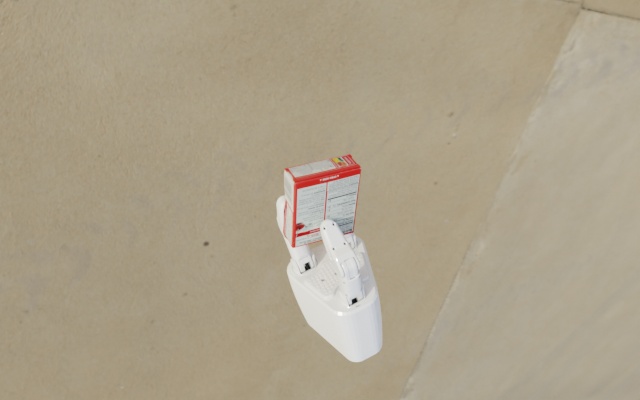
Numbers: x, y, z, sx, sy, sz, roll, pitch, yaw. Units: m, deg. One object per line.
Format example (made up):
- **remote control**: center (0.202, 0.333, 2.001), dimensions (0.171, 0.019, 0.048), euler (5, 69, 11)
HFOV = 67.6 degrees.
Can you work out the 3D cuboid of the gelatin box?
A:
- **gelatin box**: center (0.000, 0.002, 0.490), dimensions (0.073, 0.089, 0.030), euler (-14, 42, -21)
